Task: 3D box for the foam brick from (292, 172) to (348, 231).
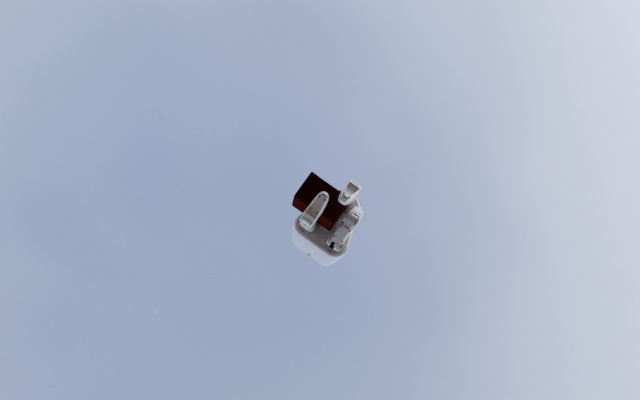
[{"bbox_3d":[0.000,0.002,0.769,0.078,0.053,0.051,36,-19,5],"label":"foam brick"}]
